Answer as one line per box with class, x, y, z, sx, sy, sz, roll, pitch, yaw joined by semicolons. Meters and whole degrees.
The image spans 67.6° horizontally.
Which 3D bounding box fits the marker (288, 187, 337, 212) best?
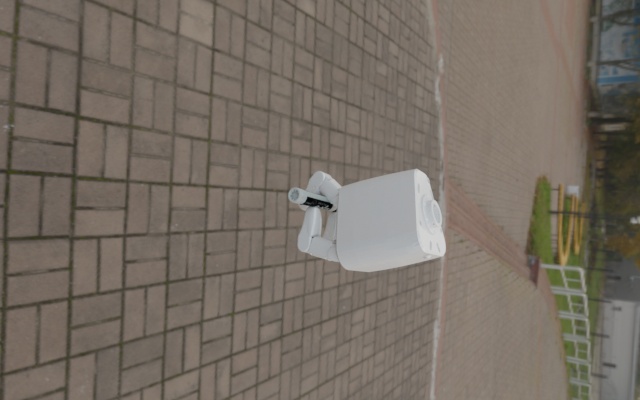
marker;0.000;0.002;0.632;0.020;0.020;0.121;0;-9;33
